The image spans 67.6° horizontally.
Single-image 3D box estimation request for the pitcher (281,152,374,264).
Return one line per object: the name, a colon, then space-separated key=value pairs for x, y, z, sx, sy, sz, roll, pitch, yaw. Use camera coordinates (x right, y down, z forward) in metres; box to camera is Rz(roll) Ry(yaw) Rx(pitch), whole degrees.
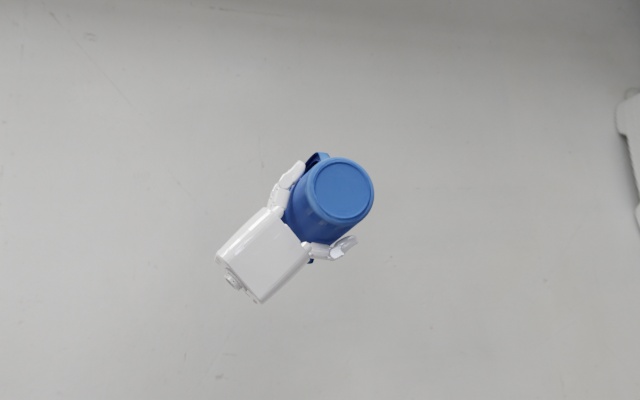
pitcher: x=0.000 y=0.003 z=0.812 sx=0.145 sy=0.149 sz=0.243 roll=-42 pitch=0 yaw=-21
